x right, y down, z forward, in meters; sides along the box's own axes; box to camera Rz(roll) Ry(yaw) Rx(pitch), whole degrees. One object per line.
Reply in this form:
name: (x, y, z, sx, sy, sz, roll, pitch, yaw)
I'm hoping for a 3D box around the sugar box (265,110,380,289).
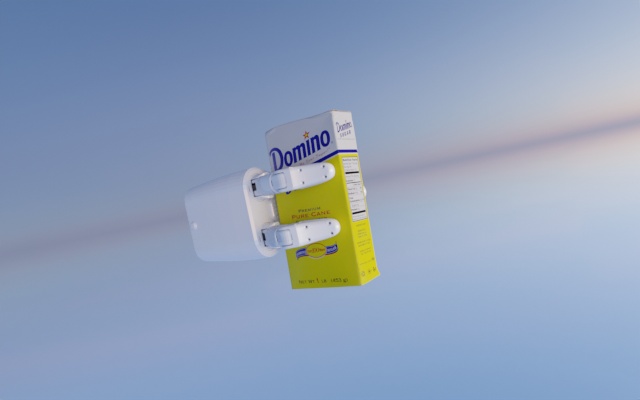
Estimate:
sugar box: (0.000, 0.002, 0.504, 0.093, 0.176, 0.048, -11, 2, 35)
